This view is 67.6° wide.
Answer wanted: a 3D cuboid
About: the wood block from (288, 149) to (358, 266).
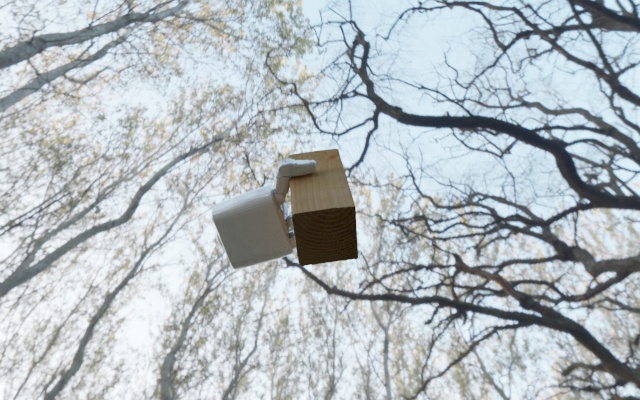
[{"bbox_3d":[0.000,0.002,0.756,0.090,0.091,0.206,-7,29,-2],"label":"wood block"}]
